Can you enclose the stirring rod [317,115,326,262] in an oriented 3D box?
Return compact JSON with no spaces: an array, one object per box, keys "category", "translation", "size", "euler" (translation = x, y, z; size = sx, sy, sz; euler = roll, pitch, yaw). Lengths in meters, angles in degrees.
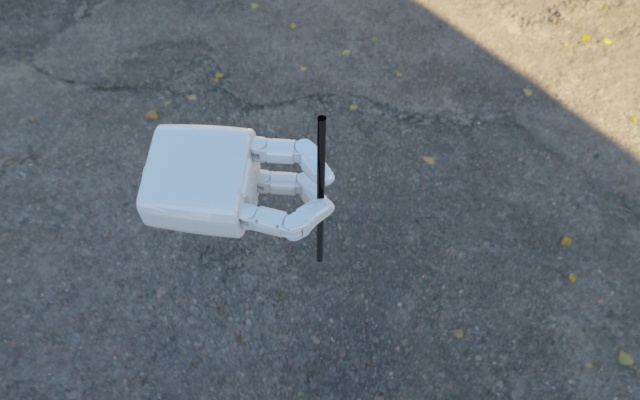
[{"category":"stirring rod","translation":[0.000,0.002,0.509],"size":[0.011,0.011,0.240],"euler":[0,-37,-1]}]
